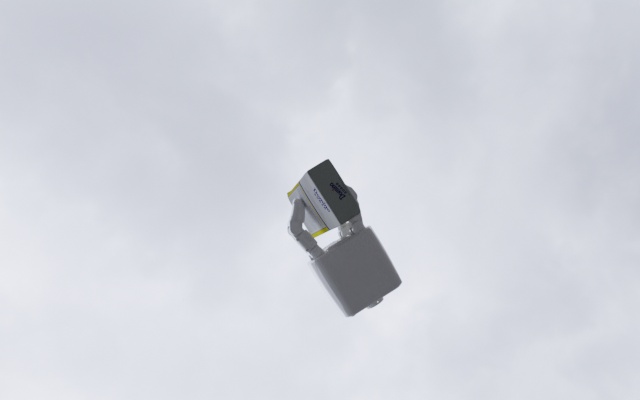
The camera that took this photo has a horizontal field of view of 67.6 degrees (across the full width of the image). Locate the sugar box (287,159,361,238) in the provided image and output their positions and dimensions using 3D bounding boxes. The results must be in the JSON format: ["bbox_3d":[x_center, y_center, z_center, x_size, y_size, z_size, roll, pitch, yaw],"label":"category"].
[{"bbox_3d":[0.001,0.002,0.754,0.048,0.093,0.176,-32,-1,-19],"label":"sugar box"}]
